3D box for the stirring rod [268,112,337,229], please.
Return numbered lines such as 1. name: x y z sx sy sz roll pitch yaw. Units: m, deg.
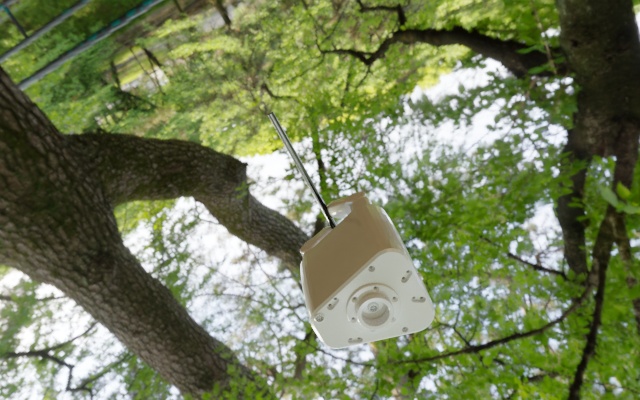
1. stirring rod: 0.000 0.002 0.572 0.011 0.240 0.011 -26 20 10
